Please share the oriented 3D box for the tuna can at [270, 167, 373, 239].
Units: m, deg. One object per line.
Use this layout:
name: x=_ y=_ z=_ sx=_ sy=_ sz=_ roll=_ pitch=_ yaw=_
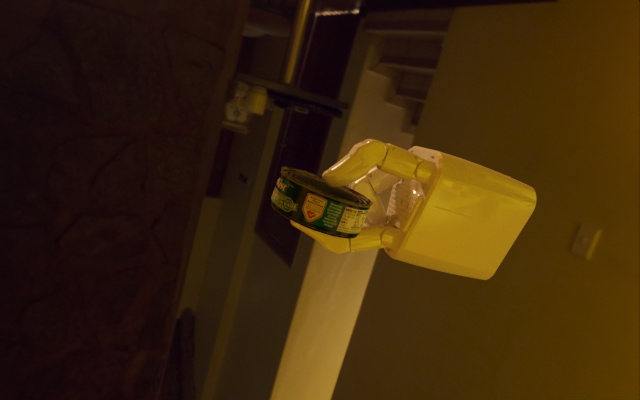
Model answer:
tuna can: x=0.000 y=0.002 z=0.421 sx=0.086 sy=0.034 sz=0.086 roll=21 pitch=10 yaw=-4
